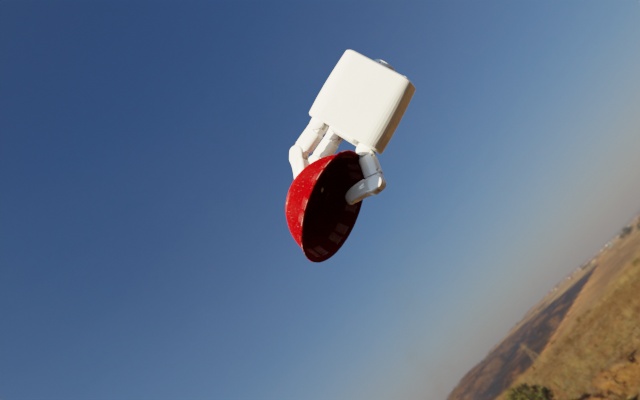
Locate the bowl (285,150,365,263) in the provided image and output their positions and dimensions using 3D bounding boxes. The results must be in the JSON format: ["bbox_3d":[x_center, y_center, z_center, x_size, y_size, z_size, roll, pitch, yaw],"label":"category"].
[{"bbox_3d":[-0.001,0.003,0.665,0.055,0.162,0.162,20,9,28],"label":"bowl"}]
